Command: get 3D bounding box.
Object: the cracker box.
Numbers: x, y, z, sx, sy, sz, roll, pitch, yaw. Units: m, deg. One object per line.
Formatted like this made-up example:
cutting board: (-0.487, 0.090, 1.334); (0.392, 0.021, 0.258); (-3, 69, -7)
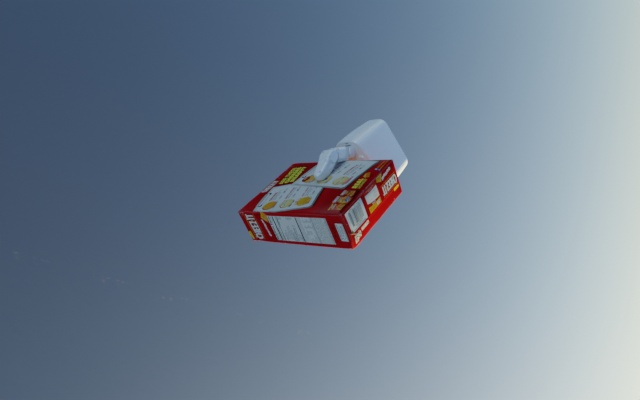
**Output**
cracker box: (0.000, 0.002, 0.781); (0.213, 0.072, 0.164); (0, 33, 39)
